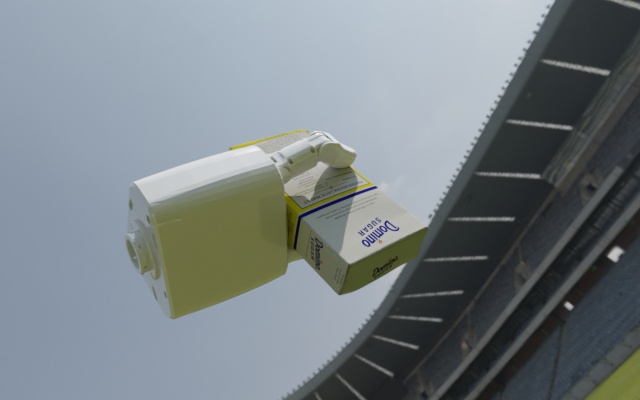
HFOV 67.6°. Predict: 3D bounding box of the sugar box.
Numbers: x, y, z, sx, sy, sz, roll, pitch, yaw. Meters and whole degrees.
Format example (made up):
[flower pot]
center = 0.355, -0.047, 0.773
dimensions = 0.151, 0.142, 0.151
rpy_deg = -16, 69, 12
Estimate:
[sugar box]
center = 0.000, 0.002, 0.435
dimensions = 0.093, 0.048, 0.176
rpy_deg = -20, 50, -33
